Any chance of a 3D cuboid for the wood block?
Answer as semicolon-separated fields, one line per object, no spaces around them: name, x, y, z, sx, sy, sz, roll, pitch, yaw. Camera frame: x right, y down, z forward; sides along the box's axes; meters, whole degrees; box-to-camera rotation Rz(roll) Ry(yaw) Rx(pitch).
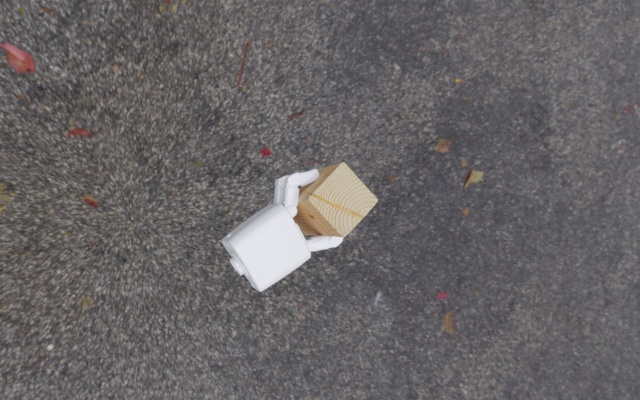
wood block;0.000;0.003;0.855;0.090;0.091;0.206;-46;14;-16
